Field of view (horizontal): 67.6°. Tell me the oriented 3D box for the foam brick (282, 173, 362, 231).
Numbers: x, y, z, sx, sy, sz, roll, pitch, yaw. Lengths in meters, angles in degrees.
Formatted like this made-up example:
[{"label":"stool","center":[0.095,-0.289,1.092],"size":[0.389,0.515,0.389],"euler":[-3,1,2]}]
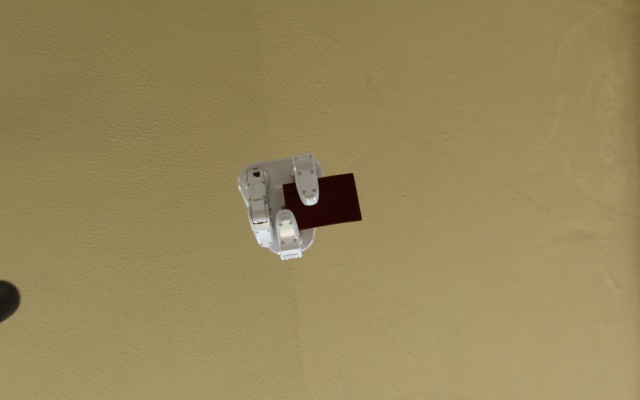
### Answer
[{"label":"foam brick","center":[0.000,0.002,0.518],"size":[0.078,0.053,0.051],"euler":[-9,1,-3]}]
